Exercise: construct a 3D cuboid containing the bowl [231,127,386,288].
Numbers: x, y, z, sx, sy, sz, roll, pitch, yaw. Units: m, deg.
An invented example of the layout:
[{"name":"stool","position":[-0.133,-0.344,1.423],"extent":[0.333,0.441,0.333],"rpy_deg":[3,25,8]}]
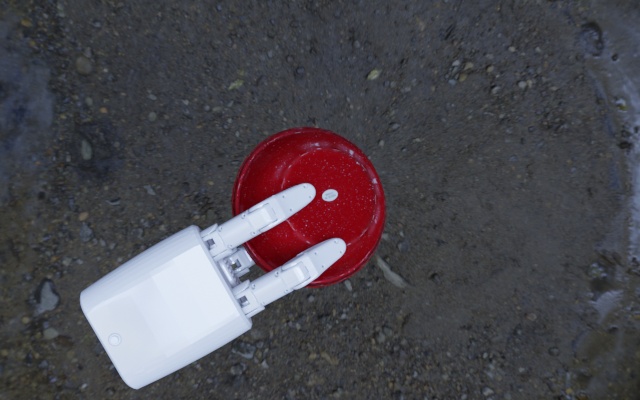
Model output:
[{"name":"bowl","position":[0.001,0.001,0.454],"extent":[0.162,0.162,0.055],"rpy_deg":[0,-8,-19]}]
